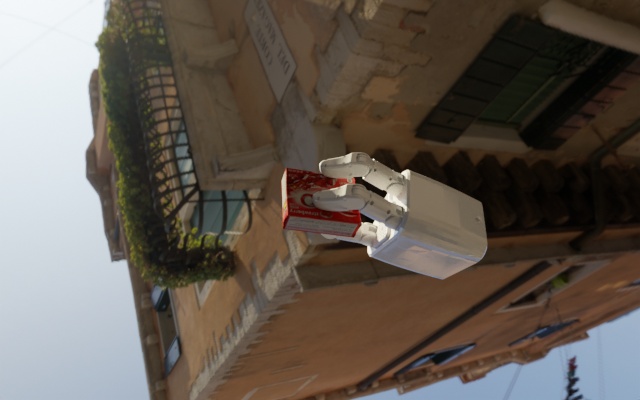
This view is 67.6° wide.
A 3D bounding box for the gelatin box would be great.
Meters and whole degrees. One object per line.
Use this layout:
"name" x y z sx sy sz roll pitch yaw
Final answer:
"gelatin box" 0.000 0.002 0.561 0.089 0.073 0.030 8 -41 -15
